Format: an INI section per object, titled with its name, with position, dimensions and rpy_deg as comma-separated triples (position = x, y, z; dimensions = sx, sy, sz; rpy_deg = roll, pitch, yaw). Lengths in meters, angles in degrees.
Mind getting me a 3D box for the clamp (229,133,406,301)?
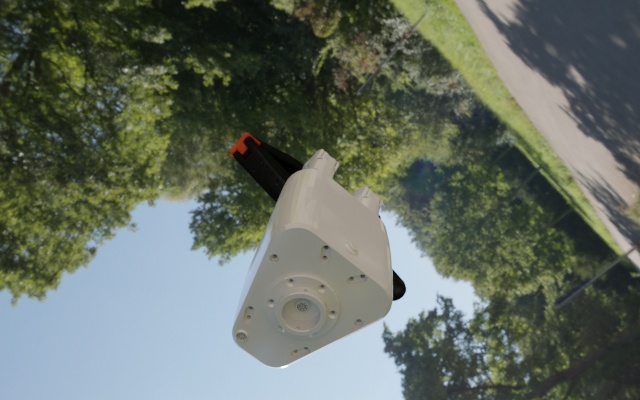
[clamp]
position = -0.001, 0.002, 0.501
dimensions = 0.210, 0.036, 0.164
rpy_deg = 39, 16, -11
